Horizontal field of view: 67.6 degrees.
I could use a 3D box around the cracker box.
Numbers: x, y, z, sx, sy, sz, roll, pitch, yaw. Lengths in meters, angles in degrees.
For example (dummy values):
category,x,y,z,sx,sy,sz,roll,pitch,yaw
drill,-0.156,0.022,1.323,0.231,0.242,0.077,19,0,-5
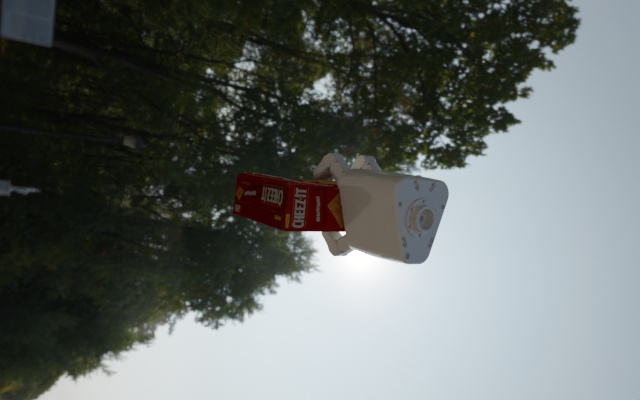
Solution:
category,x,y,z,sx,sy,sz,roll,pitch,yaw
cracker box,0.000,0.003,0.721,0.214,0.072,0.164,4,4,-34
